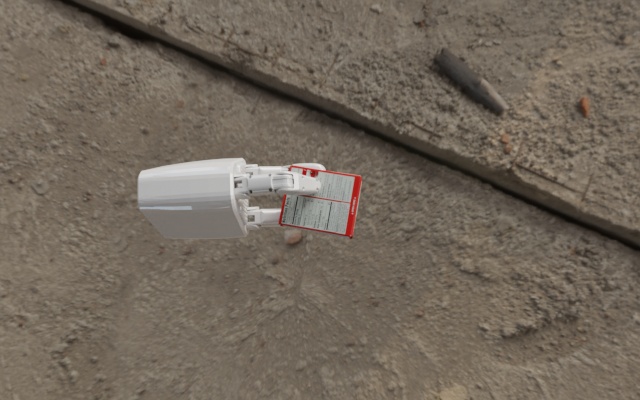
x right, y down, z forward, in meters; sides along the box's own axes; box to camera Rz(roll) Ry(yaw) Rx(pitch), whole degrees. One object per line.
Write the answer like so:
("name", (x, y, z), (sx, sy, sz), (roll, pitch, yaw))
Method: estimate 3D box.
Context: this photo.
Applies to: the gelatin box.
("gelatin box", (0.000, 0.002, 0.567), (0.089, 0.073, 0.030), (9, -9, 6))
